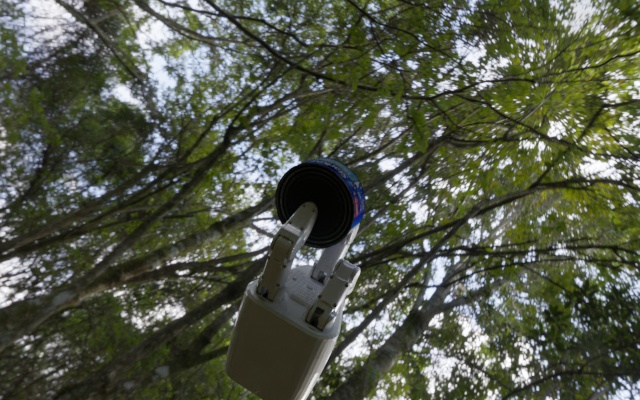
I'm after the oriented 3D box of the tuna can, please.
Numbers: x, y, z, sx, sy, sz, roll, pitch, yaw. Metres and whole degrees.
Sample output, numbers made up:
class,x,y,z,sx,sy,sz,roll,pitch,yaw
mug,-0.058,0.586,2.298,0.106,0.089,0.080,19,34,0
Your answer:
class,x,y,z,sx,sy,sz,roll,pitch,yaw
tuna can,0.000,0.001,0.472,0.086,0.086,0.033,0,16,28
